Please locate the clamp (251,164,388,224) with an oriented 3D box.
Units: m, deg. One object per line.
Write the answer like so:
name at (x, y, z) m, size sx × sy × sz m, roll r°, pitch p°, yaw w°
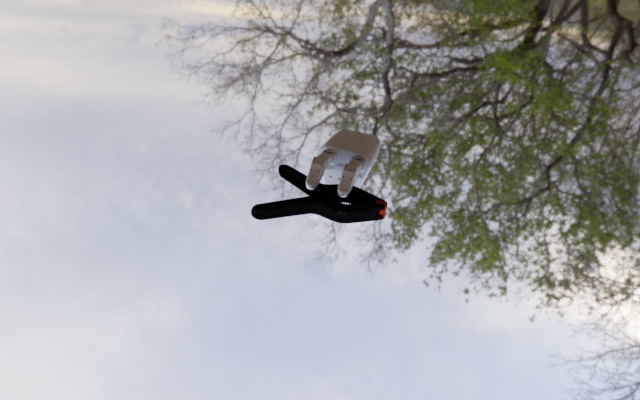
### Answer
clamp at (0.001, 0.003, 0.775) m, size 0.210 × 0.036 × 0.164 m, roll 14°, pitch 33°, yaw 13°
